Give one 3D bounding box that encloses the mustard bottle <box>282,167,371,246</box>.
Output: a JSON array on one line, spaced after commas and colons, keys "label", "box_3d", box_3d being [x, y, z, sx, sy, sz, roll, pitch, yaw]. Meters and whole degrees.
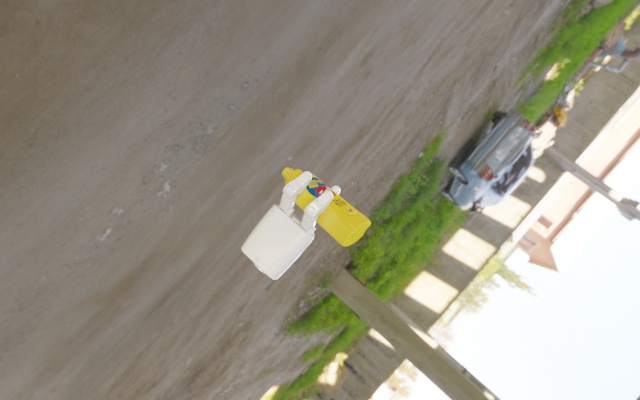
[{"label": "mustard bottle", "box_3d": [0.001, 0.003, 0.897, 0.191, 0.058, 0.096, 40, 26, 16]}]
